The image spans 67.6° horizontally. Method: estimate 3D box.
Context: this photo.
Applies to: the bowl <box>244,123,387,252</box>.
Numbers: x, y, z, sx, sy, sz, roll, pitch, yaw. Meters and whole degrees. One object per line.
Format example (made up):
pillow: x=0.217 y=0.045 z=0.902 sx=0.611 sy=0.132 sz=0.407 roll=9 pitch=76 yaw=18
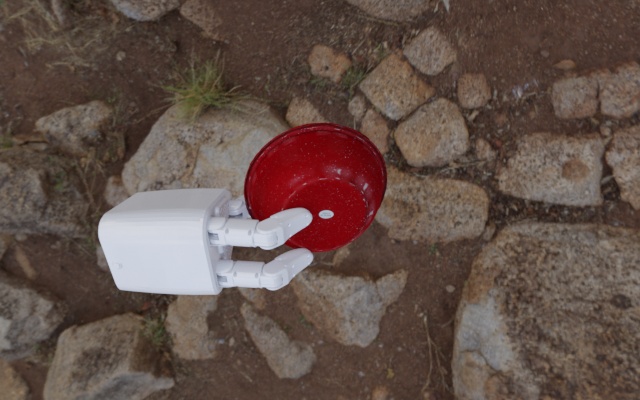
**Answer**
bowl: x=0.001 y=0.001 z=0.510 sx=0.162 sy=0.162 sz=0.055 roll=0 pitch=33 yaw=-12
